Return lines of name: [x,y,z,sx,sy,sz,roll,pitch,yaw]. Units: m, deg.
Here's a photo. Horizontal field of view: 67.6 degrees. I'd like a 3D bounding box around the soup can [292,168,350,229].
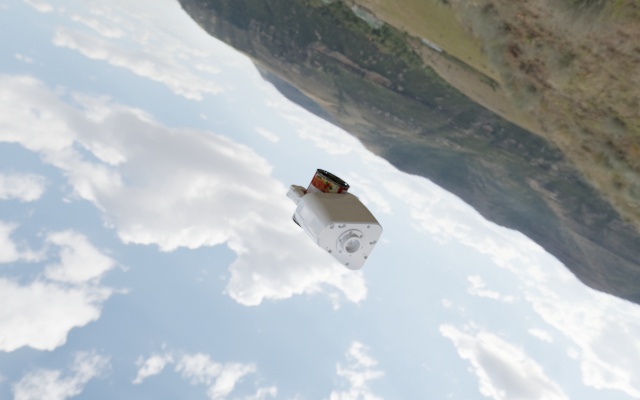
soup can: [0.000,0.003,0.861,0.068,0.102,0.068,27,14,-7]
